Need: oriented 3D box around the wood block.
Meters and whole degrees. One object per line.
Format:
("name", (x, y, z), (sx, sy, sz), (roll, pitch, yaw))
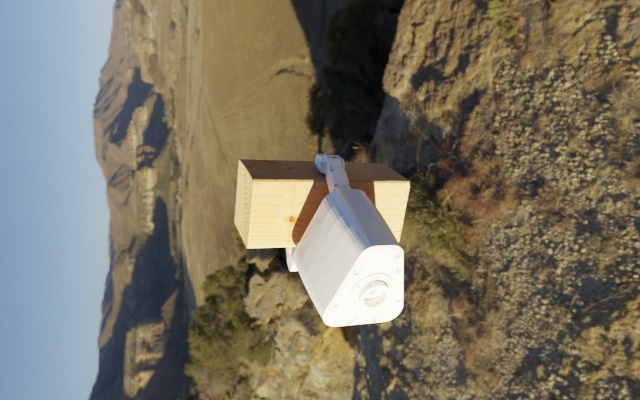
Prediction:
("wood block", (0.000, 0.002, 0.627), (0.206, 0.091, 0.090), (0, 20, -21))
